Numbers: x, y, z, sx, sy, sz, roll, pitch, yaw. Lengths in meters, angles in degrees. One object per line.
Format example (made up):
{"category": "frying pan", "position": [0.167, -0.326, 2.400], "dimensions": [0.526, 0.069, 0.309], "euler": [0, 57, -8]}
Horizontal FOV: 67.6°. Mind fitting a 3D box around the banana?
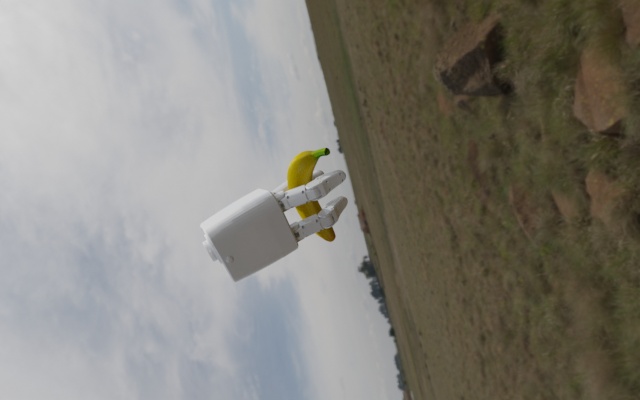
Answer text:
{"category": "banana", "position": [-0.016, -0.007, 0.727], "dimensions": [0.069, 0.198, 0.037], "euler": [24, 55, 25]}
